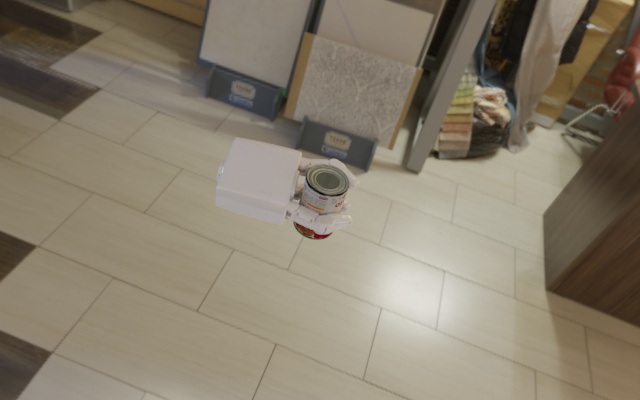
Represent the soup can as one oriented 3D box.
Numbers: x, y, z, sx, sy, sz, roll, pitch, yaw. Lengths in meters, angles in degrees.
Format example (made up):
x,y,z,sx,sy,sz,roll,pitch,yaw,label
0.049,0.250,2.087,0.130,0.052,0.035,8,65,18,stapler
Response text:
x,y,z,sx,sy,sz,roll,pitch,yaw,label
0.001,0.002,0.732,0.068,0.068,0.102,0,-43,-17,soup can
